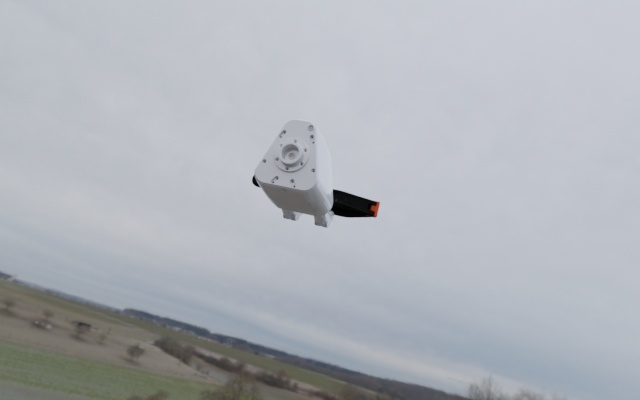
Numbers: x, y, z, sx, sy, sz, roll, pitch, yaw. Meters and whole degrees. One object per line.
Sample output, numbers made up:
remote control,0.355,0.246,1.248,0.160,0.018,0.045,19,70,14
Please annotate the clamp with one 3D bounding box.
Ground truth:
clamp,0.001,0.002,0.840,0.210,0.036,0.165,11,-14,13
